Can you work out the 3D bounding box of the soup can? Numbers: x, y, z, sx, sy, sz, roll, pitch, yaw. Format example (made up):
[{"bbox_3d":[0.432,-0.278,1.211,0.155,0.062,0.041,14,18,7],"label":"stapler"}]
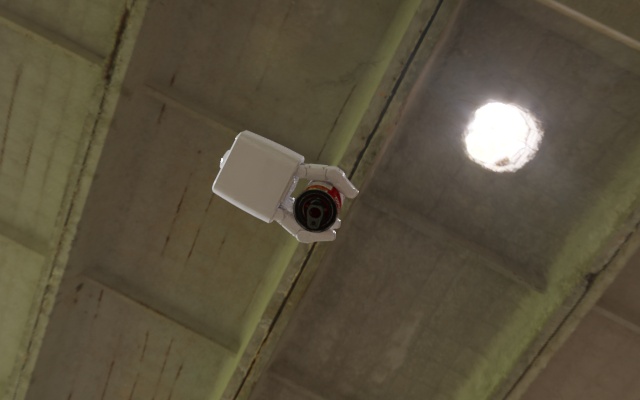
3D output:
[{"bbox_3d":[0.001,0.003,0.751,0.068,0.068,0.102,0,16,10],"label":"soup can"}]
